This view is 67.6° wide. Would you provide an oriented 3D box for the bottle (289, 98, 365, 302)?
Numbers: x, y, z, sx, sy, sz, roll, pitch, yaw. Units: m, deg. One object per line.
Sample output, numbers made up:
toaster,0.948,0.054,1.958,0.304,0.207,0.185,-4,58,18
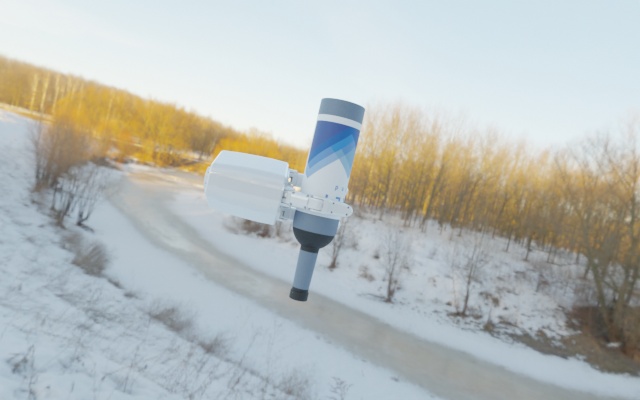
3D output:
bottle,0.000,0.002,0.702,0.069,0.295,0.069,13,1,0
